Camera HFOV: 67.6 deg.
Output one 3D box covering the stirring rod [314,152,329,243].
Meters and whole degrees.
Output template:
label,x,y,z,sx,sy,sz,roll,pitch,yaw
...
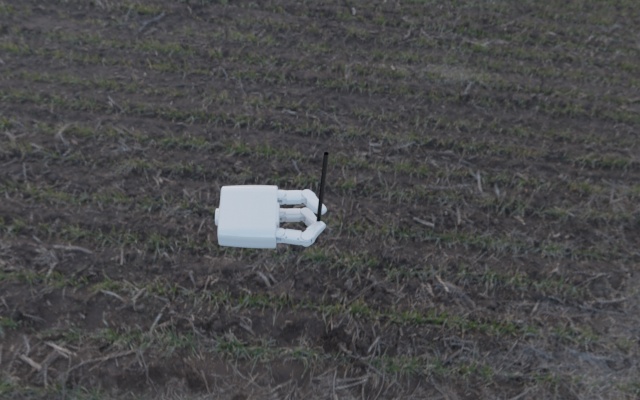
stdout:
label,x,y,z,sx,sy,sz,roll,pitch,yaw
stirring rod,0.000,0.003,0.861,0.011,0.011,0.240,0,-41,-6
